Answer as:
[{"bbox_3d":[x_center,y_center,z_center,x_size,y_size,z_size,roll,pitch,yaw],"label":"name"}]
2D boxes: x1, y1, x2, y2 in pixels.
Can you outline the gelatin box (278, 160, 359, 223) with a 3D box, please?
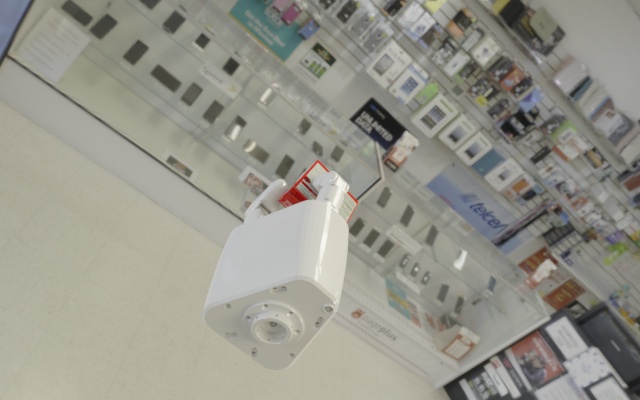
[{"bbox_3d":[0.000,0.001,0.542,0.030,0.073,0.089,-41,6,30],"label":"gelatin box"}]
